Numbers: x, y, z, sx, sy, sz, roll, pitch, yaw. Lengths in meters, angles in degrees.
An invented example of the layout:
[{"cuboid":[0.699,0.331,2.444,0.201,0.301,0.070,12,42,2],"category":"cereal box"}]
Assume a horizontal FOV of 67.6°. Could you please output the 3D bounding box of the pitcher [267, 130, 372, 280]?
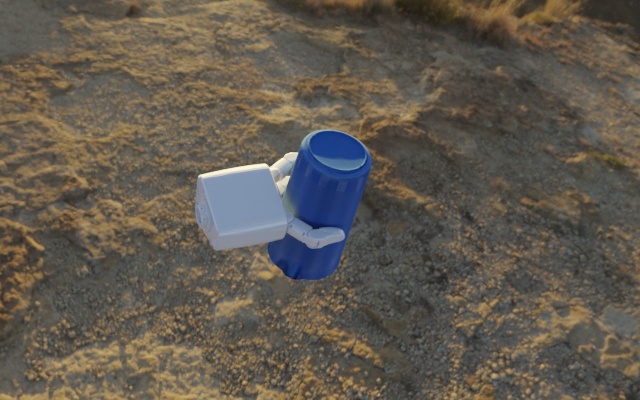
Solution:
[{"cuboid":[0.000,0.003,0.778,0.145,0.149,0.243,-10,-39,-27],"category":"pitcher"}]
